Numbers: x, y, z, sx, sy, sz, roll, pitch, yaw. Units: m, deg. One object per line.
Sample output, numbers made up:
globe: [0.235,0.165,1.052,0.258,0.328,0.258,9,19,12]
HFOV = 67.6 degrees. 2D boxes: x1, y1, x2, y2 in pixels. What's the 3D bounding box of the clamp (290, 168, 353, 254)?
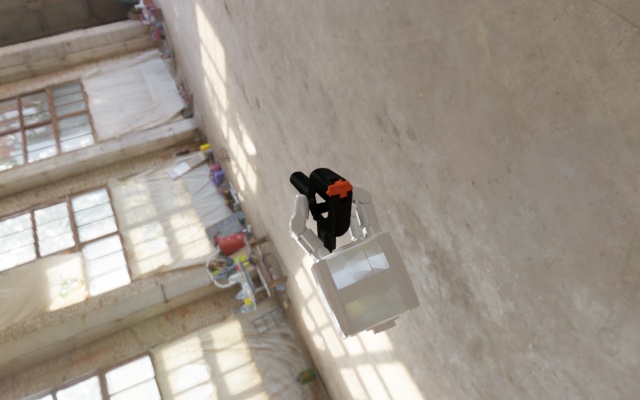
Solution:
clamp: [0.000,0.002,0.665,0.036,0.164,0.210,-18,-17,-15]
